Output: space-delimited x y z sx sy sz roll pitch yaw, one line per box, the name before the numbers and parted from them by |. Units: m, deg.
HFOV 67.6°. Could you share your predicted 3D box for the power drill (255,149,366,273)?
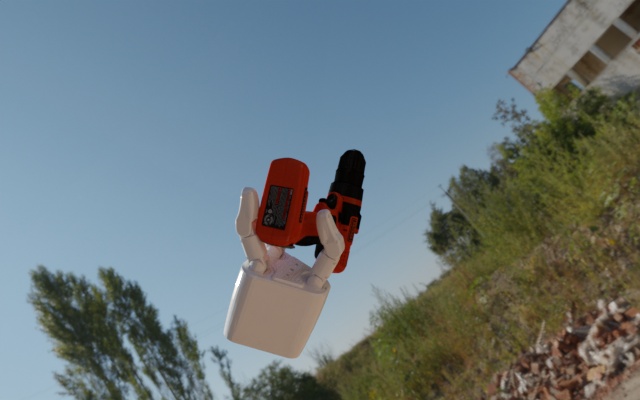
power drill | 0.000 0.002 0.639 0.057 0.184 0.188 7 -7 32
